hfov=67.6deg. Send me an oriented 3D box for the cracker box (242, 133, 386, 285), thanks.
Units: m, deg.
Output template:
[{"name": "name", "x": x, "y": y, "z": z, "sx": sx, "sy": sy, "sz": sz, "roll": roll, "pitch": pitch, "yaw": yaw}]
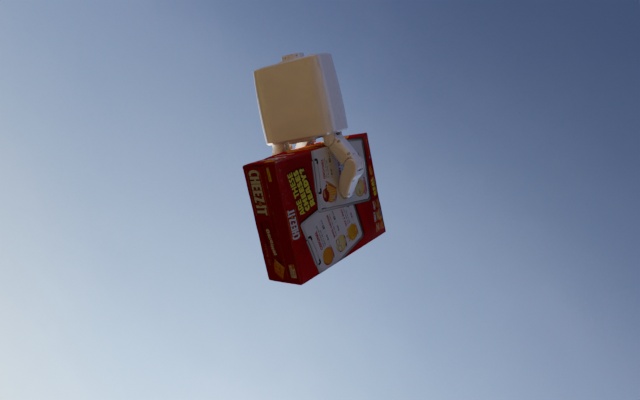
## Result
[{"name": "cracker box", "x": 0.000, "y": 0.002, "z": 0.687, "sx": 0.072, "sy": 0.164, "sz": 0.213, "roll": -2, "pitch": 14, "yaw": 40}]
